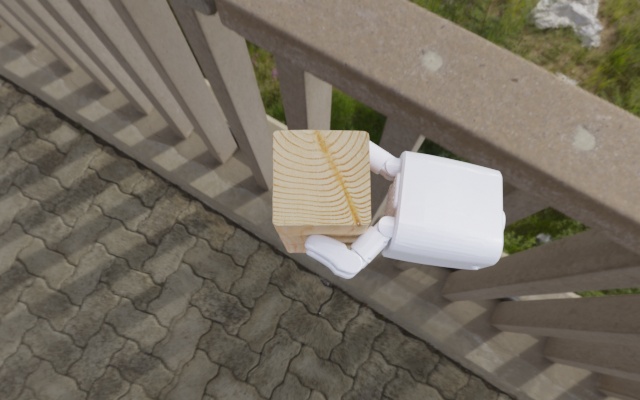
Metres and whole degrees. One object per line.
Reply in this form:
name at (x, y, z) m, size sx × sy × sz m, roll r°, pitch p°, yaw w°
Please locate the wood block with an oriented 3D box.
wood block at (0.000, 0.001, 0.527) m, size 0.090 × 0.090 × 0.206 m, roll 0°, pitch -13°, yaw 0°
